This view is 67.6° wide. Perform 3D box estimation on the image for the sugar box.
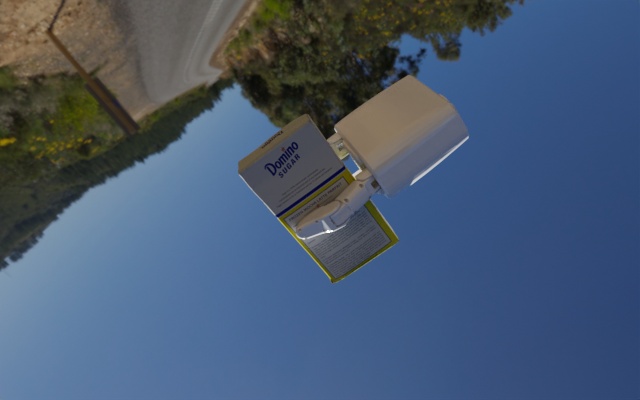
[{"bbox_3d":[0.000,0.001,0.524,0.093,0.176,0.048,-35,22,6],"label":"sugar box"}]
